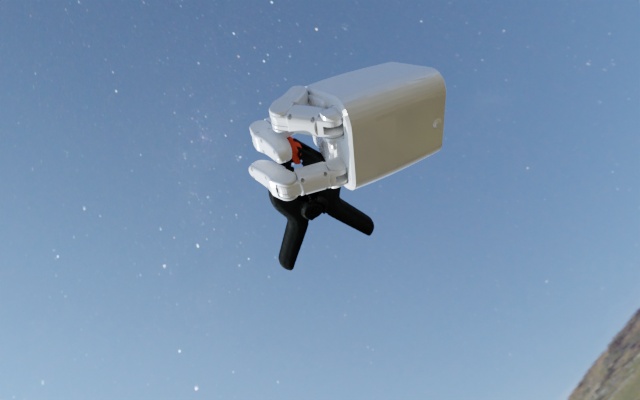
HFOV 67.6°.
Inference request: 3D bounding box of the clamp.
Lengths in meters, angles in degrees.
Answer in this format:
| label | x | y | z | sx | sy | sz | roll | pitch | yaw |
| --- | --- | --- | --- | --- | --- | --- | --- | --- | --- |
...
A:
| label | x | y | z | sx | sy | sz | roll | pitch | yaw |
| --- | --- | --- | --- | --- | --- | --- | --- | --- | --- |
| clamp | 0.000 | 0.001 | 0.526 | 0.120 | 0.172 | 0.039 | -21 | 45 | -14 |
